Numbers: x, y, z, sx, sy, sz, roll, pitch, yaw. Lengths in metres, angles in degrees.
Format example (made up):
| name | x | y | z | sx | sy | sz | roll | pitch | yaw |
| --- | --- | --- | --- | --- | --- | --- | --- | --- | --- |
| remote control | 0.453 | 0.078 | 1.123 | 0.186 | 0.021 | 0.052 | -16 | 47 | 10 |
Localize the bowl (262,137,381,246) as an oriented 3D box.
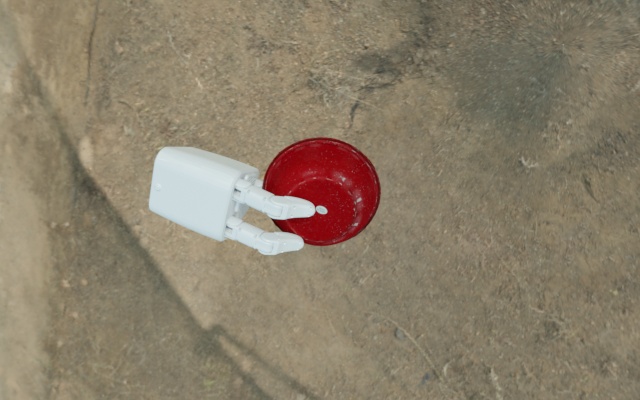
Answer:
| name | x | y | z | sx | sy | sz | roll | pitch | yaw |
| --- | --- | --- | --- | --- | --- | --- | --- | --- | --- |
| bowl | 0.001 | 0.002 | 0.626 | 0.162 | 0.162 | 0.055 | 0 | 26 | 2 |
